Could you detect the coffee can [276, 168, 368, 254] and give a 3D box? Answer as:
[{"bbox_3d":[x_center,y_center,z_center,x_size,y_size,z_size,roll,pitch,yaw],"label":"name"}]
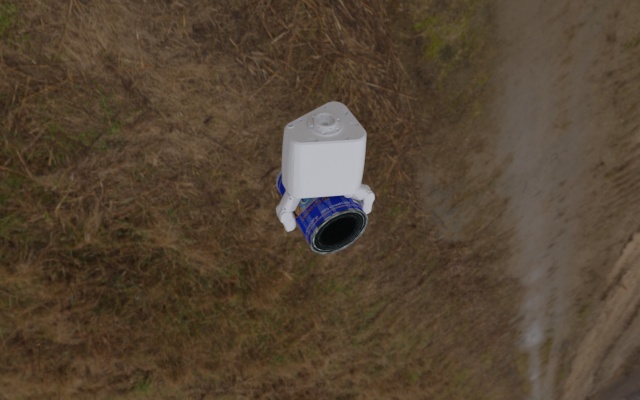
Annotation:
[{"bbox_3d":[0.000,0.003,0.788,0.103,0.103,0.140,0,44,-37],"label":"coffee can"}]
